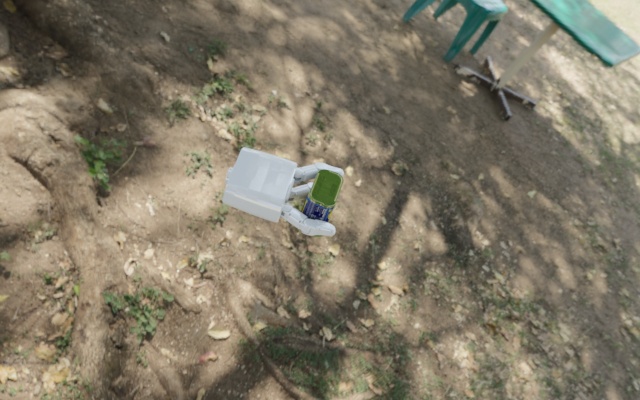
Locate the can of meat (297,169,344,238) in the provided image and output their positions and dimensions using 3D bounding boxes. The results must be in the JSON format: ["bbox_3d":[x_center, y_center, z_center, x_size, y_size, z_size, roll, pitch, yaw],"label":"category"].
[{"bbox_3d":[0.000,0.003,0.882,0.057,0.084,0.102,21,43,-1],"label":"can of meat"}]
